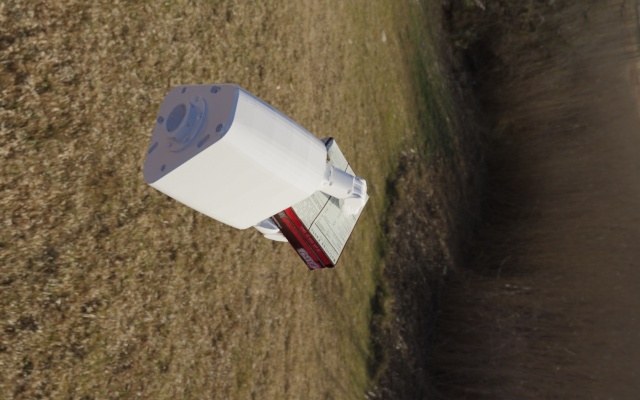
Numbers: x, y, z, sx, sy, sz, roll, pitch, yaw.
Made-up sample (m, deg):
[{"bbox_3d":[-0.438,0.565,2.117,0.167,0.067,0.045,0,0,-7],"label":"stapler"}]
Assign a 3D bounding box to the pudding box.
[{"bbox_3d":[0.000,0.002,0.493,0.039,0.090,0.113,-10,35,39],"label":"pudding box"}]
